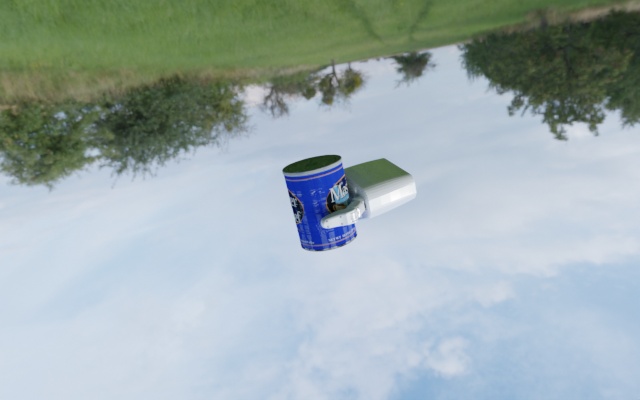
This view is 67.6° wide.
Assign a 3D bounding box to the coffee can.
[{"bbox_3d":[0.000,0.003,0.818,0.103,0.140,0.102,-12,17,4],"label":"coffee can"}]
